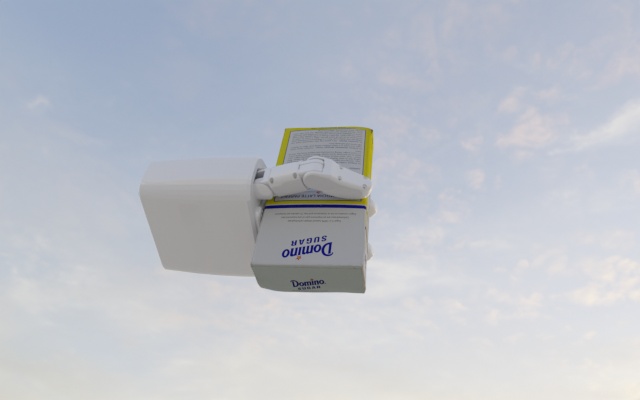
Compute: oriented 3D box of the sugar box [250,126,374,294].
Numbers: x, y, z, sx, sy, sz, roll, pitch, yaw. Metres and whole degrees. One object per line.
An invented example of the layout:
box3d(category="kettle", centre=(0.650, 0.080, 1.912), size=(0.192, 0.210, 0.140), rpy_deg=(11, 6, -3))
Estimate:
box3d(category="sugar box", centre=(0.000, 0.002, 0.444), size=(0.093, 0.176, 0.048), rpy_deg=(0, -41, 10))
